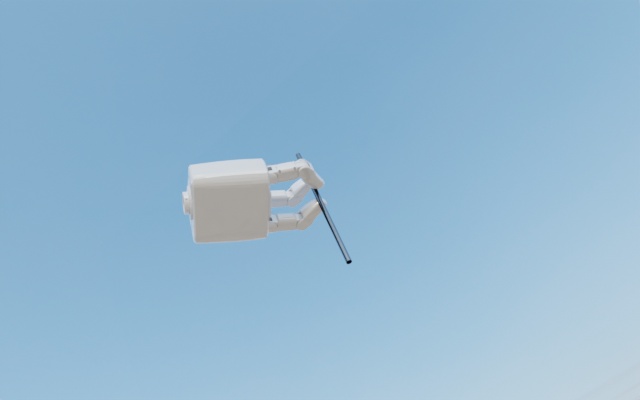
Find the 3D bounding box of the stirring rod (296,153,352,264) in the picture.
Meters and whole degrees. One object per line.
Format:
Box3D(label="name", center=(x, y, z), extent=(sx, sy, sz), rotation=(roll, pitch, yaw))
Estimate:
Box3D(label="stirring rod", center=(0.000, 0.002, 0.703), extent=(0.011, 0.011, 0.239), rotation=(0, 40, -24))
